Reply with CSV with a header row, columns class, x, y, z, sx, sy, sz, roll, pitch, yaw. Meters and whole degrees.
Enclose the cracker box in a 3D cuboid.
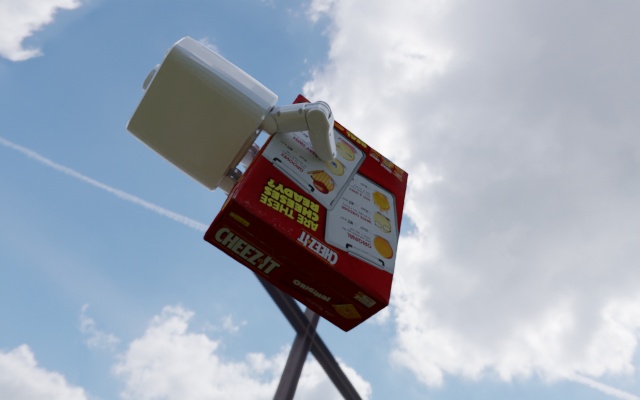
class,x,y,z,sx,sy,sz,roll,pitch,yaw
cracker box,0.000,0.001,0.493,0.164,0.072,0.213,35,37,-11
